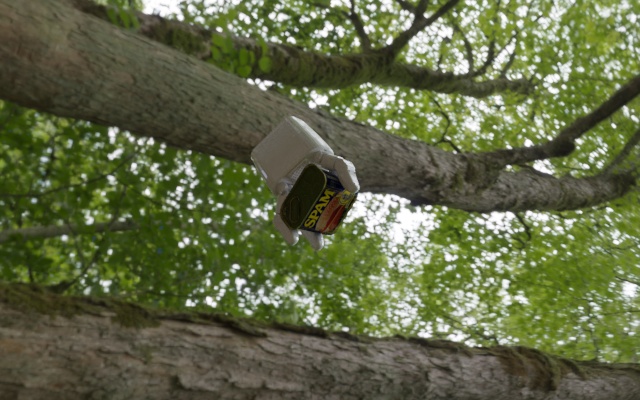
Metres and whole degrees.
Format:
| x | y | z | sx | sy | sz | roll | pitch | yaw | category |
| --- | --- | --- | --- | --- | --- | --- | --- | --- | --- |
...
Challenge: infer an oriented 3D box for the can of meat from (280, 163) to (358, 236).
| x | y | z | sx | sy | sz | roll | pitch | yaw | category |
| --- | --- | --- | --- | --- | --- | --- | --- | --- | --- |
| 0.000 | 0.002 | 0.741 | 0.084 | 0.102 | 0.057 | 16 | 23 | -44 | can of meat |
